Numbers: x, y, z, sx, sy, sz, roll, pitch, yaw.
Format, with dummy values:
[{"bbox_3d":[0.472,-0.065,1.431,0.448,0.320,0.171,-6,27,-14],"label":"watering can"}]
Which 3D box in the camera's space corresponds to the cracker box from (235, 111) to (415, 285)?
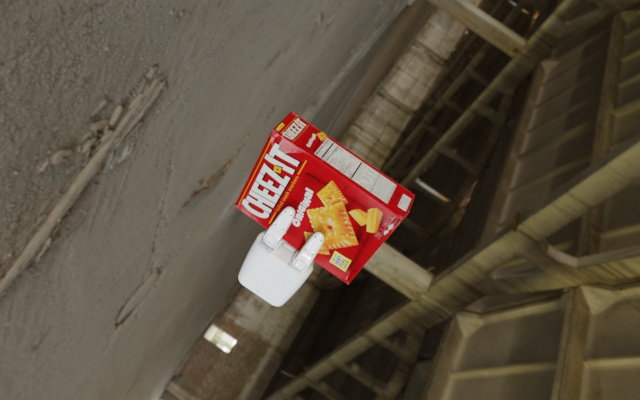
[{"bbox_3d":[0.000,0.002,0.694,0.213,0.164,0.072,34,39,0],"label":"cracker box"}]
